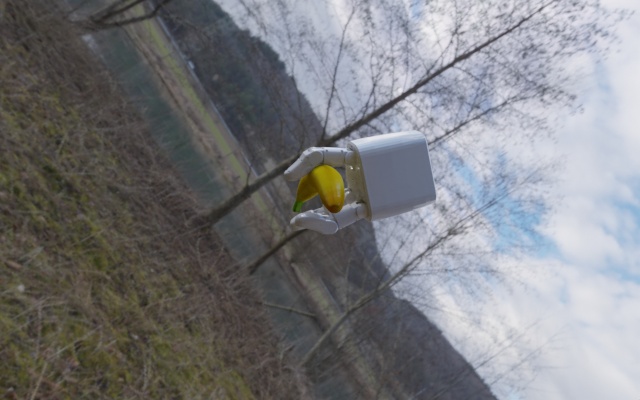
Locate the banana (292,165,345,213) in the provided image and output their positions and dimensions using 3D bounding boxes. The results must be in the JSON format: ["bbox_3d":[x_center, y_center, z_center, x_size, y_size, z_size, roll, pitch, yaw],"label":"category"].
[{"bbox_3d":[0.001,-0.016,0.658,0.037,0.069,0.198,6,-3,-15],"label":"banana"}]
